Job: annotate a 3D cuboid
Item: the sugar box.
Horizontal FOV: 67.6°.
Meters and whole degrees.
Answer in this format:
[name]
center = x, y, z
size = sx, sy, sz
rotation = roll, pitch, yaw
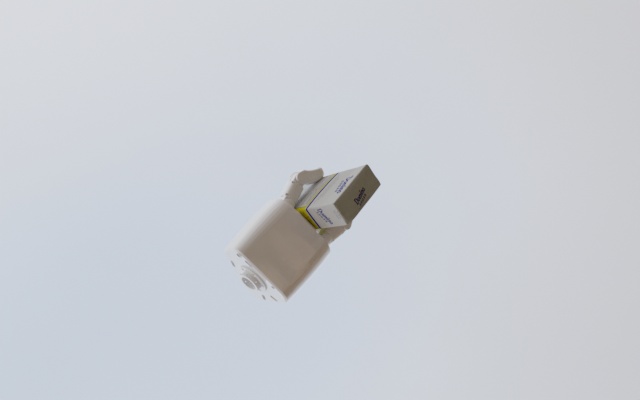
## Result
[sugar box]
center = 0.000, 0.003, 0.728
size = 0.176, 0.048, 0.093
rotation = -9, 33, 51
